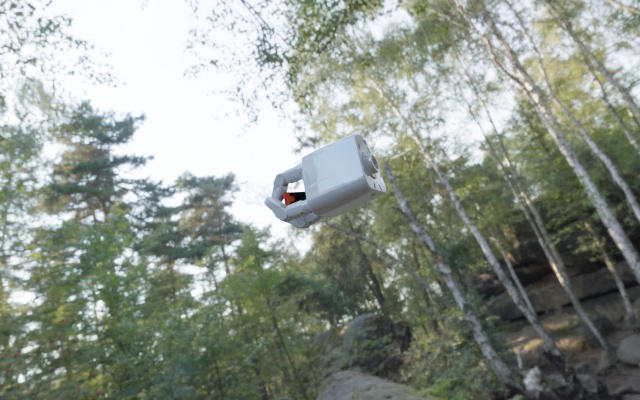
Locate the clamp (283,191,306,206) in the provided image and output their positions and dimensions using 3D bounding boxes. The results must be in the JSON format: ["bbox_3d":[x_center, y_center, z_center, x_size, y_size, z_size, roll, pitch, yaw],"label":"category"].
[{"bbox_3d":[0.000,0.002,0.882,0.120,0.039,0.171,-21,-13,24],"label":"clamp"}]
